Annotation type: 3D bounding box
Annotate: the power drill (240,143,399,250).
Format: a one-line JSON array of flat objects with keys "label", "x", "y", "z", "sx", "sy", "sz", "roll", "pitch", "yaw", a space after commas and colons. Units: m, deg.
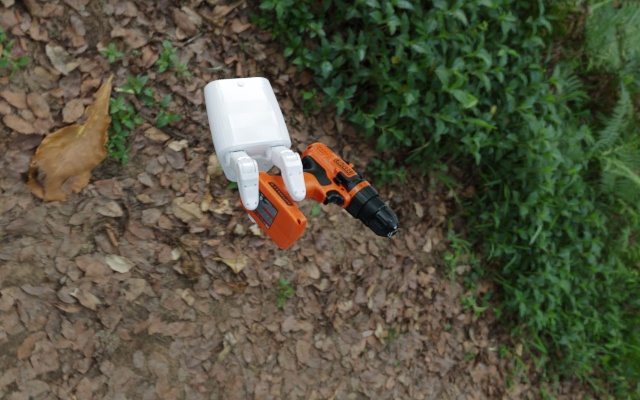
[{"label": "power drill", "x": 0.000, "y": 0.002, "z": 0.649, "sx": 0.184, "sy": 0.057, "sz": 0.187, "roll": 44, "pitch": 36, "yaw": 21}]
